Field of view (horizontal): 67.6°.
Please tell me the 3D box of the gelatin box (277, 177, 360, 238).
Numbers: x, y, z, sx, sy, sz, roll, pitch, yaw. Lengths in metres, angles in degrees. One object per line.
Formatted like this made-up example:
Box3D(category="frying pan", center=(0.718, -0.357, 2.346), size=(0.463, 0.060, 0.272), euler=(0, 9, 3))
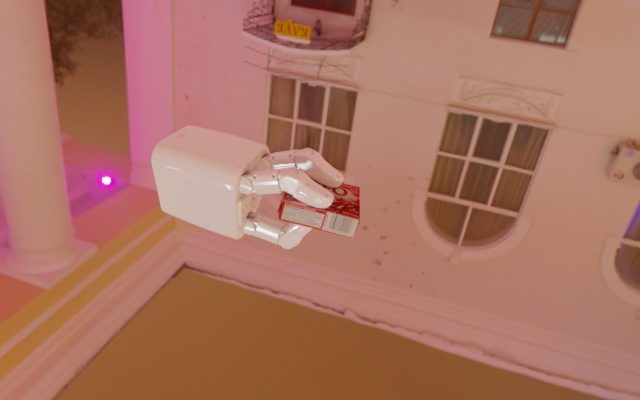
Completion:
Box3D(category="gelatin box", center=(0.000, 0.002, 0.547), size=(0.089, 0.030, 0.073), euler=(15, 30, -4))
